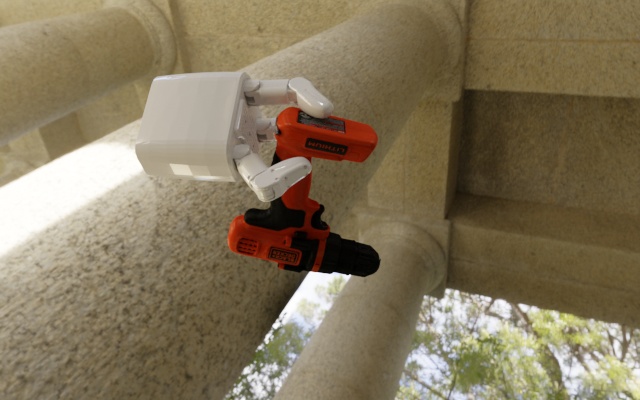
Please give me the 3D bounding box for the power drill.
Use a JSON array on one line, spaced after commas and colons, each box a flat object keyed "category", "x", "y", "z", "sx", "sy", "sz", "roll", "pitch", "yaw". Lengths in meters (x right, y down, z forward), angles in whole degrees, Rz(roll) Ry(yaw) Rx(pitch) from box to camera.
[{"category": "power drill", "x": 0.000, "y": 0.001, "z": 0.533, "sx": 0.184, "sy": 0.188, "sz": 0.057, "roll": 12, "pitch": 29, "yaw": -10}]
